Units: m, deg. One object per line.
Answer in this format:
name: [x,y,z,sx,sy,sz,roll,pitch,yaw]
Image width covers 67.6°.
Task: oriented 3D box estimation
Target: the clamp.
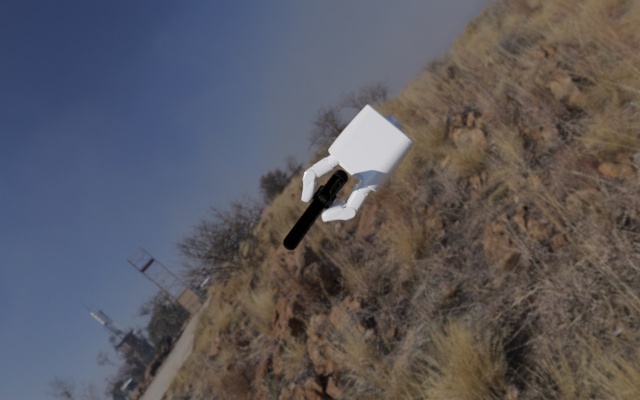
clamp: [0.000,0.002,0.856,0.036,0.164,0.210,38,12,-1]
